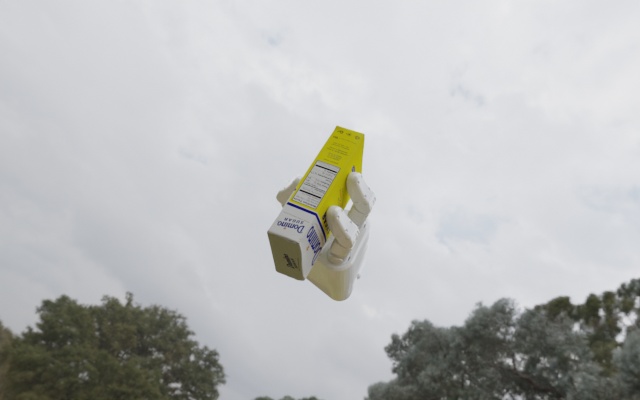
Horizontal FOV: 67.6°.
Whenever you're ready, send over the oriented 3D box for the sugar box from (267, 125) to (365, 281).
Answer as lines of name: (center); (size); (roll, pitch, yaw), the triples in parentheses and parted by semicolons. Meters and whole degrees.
sugar box: (0.001, 0.002, 0.578); (0.048, 0.176, 0.093); (19, -33, 15)
